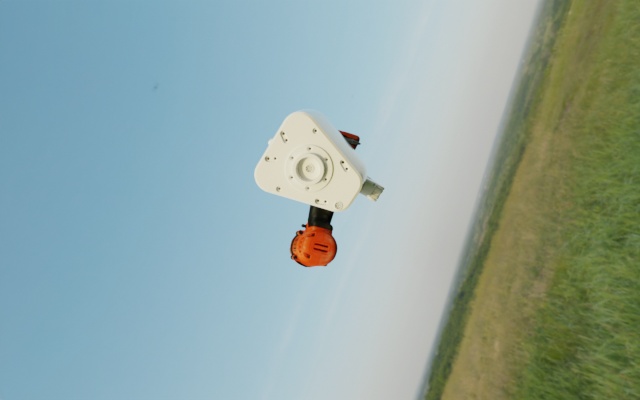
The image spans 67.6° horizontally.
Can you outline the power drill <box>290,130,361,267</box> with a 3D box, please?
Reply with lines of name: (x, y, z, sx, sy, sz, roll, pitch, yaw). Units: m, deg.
power drill: (0.000, 0.002, 0.676, 0.057, 0.187, 0.184, 12, -8, -10)
